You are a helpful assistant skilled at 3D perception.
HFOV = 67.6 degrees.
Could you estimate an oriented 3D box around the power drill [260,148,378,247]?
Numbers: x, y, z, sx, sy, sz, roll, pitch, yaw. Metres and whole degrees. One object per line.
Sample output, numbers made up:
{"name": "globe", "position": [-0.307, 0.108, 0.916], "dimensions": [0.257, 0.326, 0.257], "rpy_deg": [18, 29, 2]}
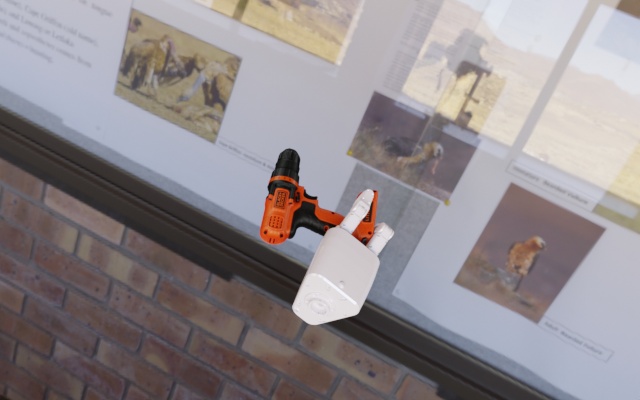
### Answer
{"name": "power drill", "position": [0.001, 0.003, 0.814], "dimensions": [0.187, 0.184, 0.057], "rpy_deg": [11, -30, -3]}
